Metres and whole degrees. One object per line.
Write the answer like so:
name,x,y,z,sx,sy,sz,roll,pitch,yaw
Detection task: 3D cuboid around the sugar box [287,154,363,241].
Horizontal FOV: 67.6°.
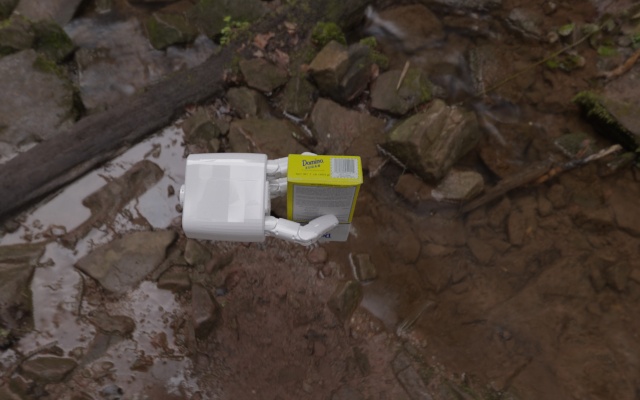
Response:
sugar box,0.000,0.002,0.658,0.093,0.048,0.176,2,-26,-3
